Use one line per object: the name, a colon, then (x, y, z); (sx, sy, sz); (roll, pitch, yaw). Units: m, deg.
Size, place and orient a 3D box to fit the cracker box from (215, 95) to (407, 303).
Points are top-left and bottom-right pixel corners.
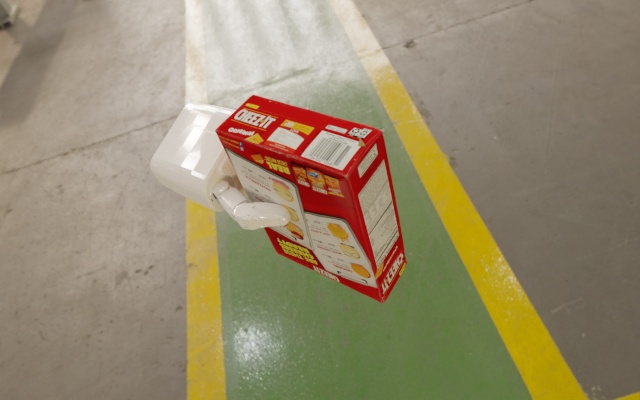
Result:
cracker box: (0.000, 0.002, 0.519); (0.164, 0.072, 0.214); (21, -31, 32)
